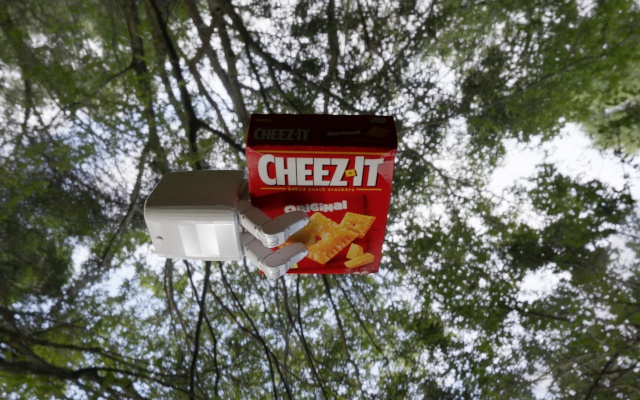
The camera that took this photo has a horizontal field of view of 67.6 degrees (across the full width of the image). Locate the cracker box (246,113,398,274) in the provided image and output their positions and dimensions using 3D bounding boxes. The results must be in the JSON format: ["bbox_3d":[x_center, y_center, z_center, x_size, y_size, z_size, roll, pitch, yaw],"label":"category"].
[{"bbox_3d":[0.000,0.002,0.588,0.164,0.214,0.072,0,43,-1],"label":"cracker box"}]
